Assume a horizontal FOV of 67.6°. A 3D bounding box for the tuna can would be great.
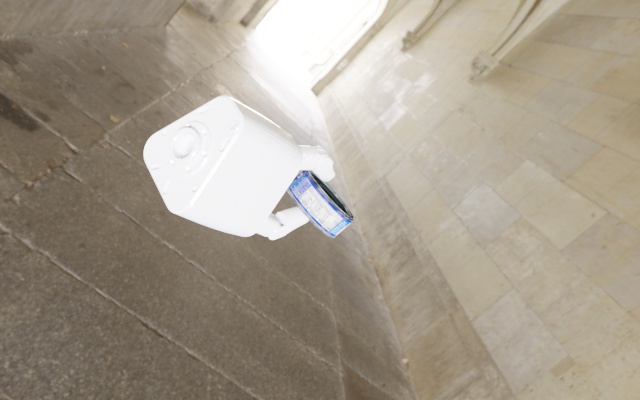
[{"bbox_3d":[0.001,0.001,0.564,0.034,0.086,0.086,-42,-7,8],"label":"tuna can"}]
